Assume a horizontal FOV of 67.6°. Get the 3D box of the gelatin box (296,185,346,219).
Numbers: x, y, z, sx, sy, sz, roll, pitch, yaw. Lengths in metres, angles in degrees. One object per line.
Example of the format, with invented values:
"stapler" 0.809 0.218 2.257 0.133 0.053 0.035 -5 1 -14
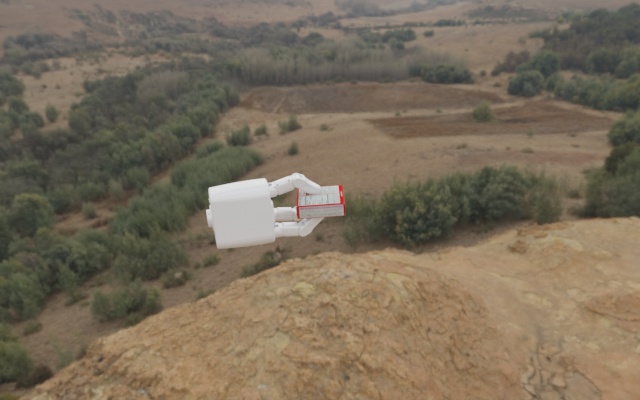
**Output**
"gelatin box" 0.000 0.002 0.887 0.089 0.030 0.073 -5 28 1
